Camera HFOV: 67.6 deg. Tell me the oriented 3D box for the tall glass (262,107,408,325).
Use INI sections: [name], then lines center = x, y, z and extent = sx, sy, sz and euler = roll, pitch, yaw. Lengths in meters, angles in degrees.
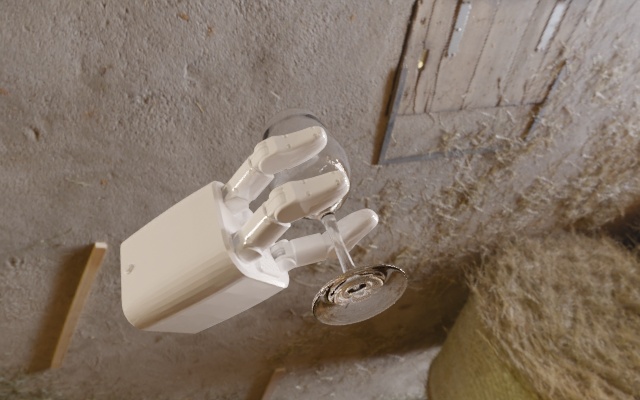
[tall glass]
center = 0.000, 0.002, 0.414
extent = 0.079, 0.201, 0.079
euler = -12, -42, -11
